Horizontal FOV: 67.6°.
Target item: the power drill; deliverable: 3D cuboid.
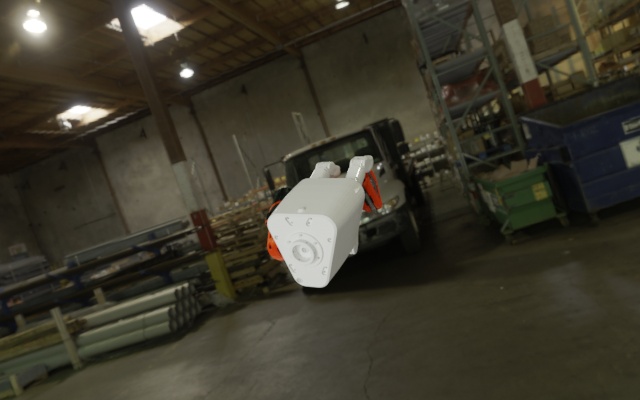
[{"bbox_3d":[0.000,0.002,0.765,0.188,0.057,0.184,-28,28,13],"label":"power drill"}]
